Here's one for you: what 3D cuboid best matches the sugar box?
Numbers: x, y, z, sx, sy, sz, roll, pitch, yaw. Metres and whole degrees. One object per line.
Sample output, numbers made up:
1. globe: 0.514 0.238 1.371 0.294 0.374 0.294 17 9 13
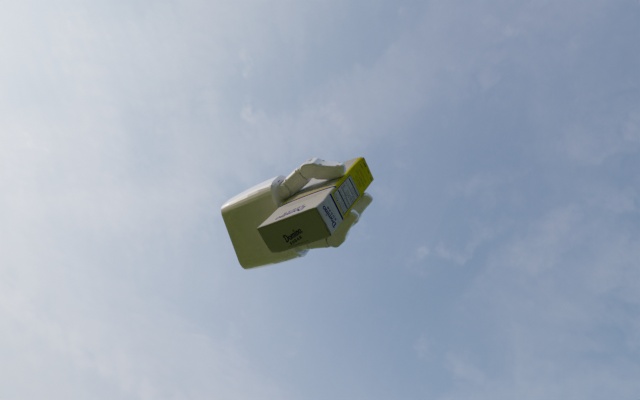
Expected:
1. sugar box: 0.000 0.003 0.630 0.093 0.048 0.176 -20 17 31
